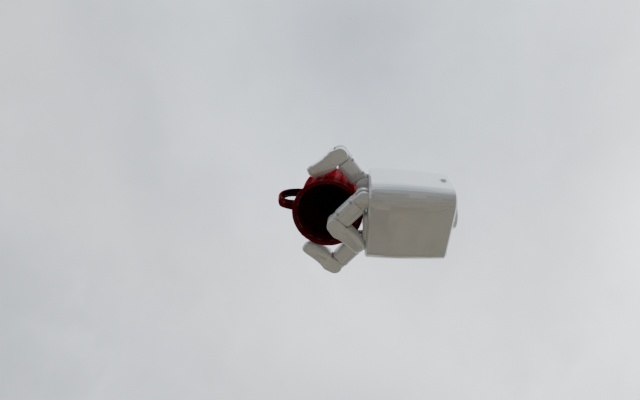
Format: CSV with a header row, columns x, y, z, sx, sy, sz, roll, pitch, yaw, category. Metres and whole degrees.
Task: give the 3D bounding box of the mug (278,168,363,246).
x,y,z,sx,sy,sz,roll,pitch,yaw,category
-0.001,0.002,0.660,0.117,0.093,0.081,5,21,3,mug
